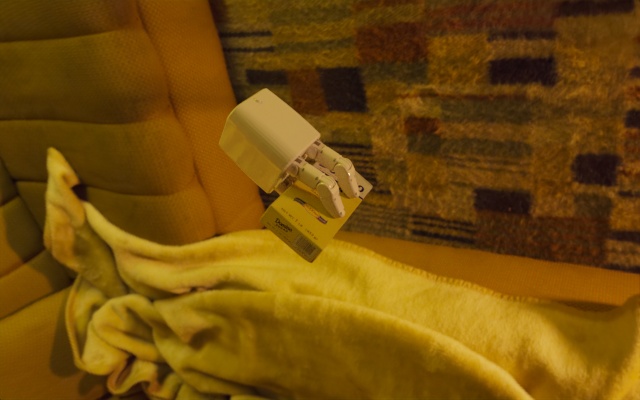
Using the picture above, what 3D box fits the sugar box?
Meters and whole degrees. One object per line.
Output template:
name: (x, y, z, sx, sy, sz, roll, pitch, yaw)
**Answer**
sugar box: (0.000, 0.002, 0.692, 0.176, 0.093, 0.048, -49, -1, -45)
